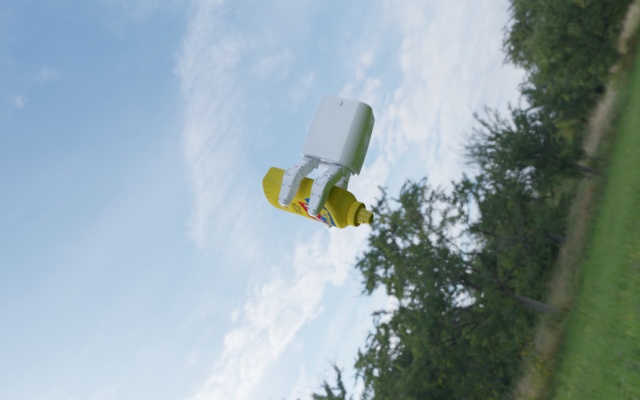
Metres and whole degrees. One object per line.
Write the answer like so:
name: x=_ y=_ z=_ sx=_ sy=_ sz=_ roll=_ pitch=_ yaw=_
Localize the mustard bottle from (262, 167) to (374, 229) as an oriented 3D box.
mustard bottle: x=0.000 y=0.003 z=0.786 sx=0.191 sy=0.058 sz=0.096 roll=17 pitch=-27 yaw=29
